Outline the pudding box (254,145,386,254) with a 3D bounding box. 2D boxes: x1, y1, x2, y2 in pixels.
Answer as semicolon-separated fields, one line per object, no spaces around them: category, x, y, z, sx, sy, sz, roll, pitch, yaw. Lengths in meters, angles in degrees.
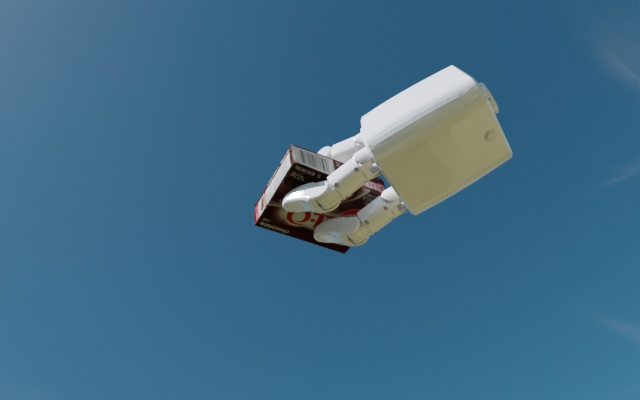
pudding box;0.000;0.001;0.496;0.113;0.090;0.039;21;34;-21
